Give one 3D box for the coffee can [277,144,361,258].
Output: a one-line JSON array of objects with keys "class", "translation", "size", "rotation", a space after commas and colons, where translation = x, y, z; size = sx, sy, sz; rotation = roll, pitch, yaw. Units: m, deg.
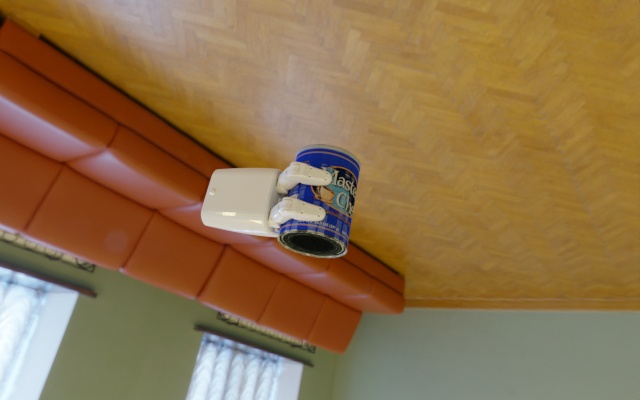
[{"class": "coffee can", "translation": [0.000, 0.002, 0.712], "size": [0.103, 0.140, 0.103], "rotation": [9, -24, 4]}]
